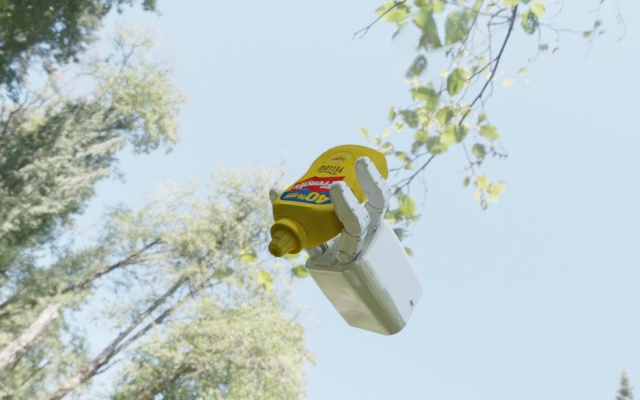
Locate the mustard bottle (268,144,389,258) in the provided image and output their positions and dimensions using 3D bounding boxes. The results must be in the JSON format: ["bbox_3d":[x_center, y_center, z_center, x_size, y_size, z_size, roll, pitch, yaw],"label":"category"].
[{"bbox_3d":[0.000,0.001,0.554,0.096,0.058,0.191,8,37,31],"label":"mustard bottle"}]
